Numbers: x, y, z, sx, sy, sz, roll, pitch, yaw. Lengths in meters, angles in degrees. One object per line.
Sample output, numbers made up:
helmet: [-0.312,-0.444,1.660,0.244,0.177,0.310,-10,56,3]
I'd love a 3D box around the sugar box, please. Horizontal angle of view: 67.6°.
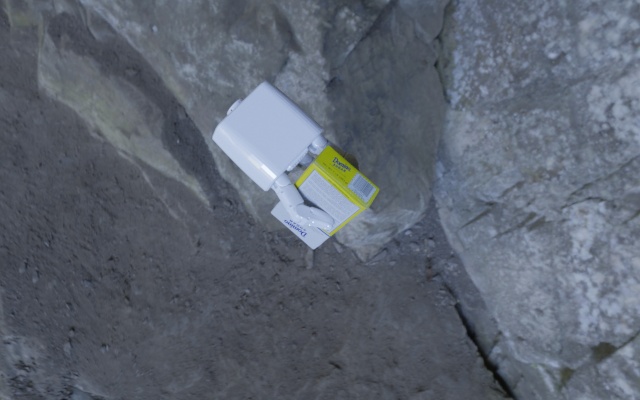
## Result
sugar box: [0.000,0.002,0.684,0.093,0.048,0.176,41,-31,-4]
